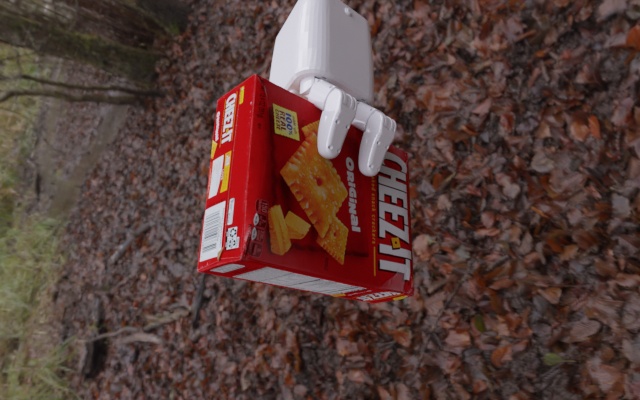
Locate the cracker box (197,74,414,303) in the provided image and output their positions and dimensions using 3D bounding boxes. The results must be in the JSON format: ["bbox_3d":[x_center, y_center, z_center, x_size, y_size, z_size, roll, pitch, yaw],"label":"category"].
[{"bbox_3d":[0.000,0.001,0.459,0.214,0.164,0.072,19,-26,-39],"label":"cracker box"}]
